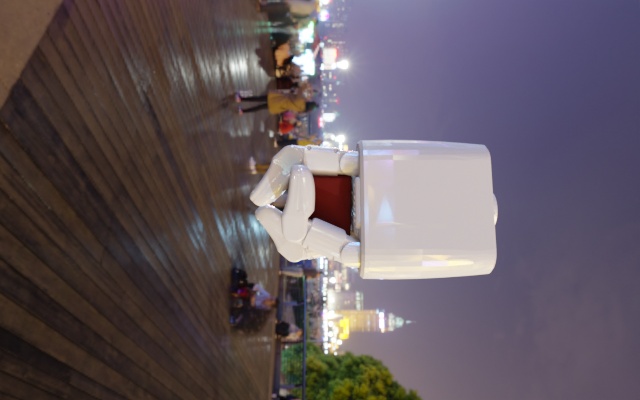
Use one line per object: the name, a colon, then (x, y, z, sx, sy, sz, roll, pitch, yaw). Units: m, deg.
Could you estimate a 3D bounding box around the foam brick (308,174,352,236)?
foam brick: (0.000, 0.001, 0.430, 0.051, 0.053, 0.078, 0, 7, 0)
